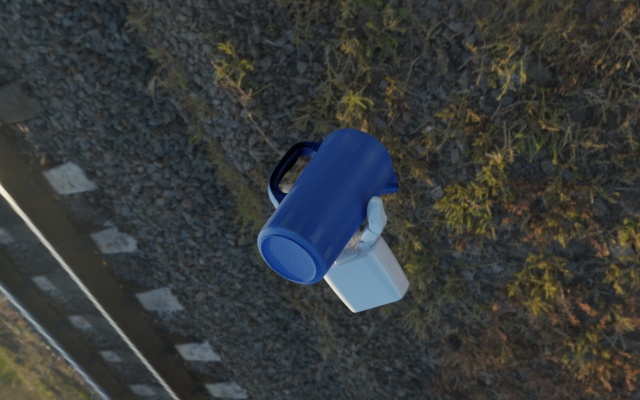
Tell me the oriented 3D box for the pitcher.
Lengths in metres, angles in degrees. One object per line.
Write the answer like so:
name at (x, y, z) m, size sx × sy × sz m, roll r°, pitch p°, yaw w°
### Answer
pitcher at (0.000, 0.003, 0.730) m, size 0.149 × 0.145 × 0.242 m, roll -13°, pitch 30°, yaw 41°
